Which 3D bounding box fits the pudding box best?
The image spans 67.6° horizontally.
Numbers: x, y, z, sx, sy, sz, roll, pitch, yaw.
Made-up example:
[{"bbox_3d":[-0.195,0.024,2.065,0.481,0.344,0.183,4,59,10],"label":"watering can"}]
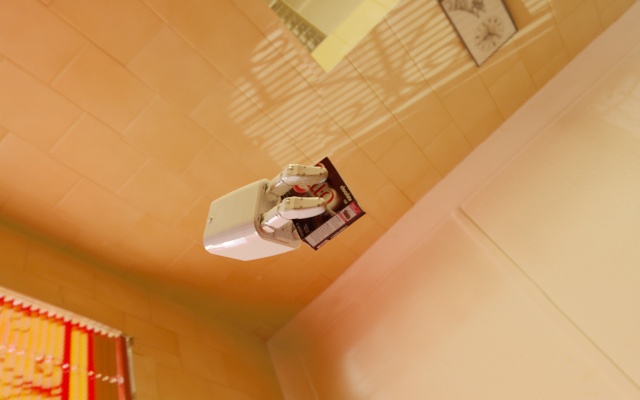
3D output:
[{"bbox_3d":[0.000,0.002,0.662,0.039,0.090,0.113,45,10,-43],"label":"pudding box"}]
